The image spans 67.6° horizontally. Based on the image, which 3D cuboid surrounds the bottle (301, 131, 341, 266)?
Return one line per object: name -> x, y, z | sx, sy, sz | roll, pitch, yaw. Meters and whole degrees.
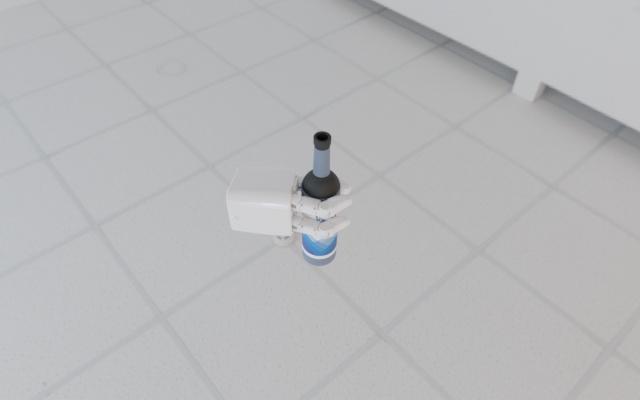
bottle -> 0.000, 0.003, 0.828 | 0.069, 0.069, 0.296 | 0, -42, -1
